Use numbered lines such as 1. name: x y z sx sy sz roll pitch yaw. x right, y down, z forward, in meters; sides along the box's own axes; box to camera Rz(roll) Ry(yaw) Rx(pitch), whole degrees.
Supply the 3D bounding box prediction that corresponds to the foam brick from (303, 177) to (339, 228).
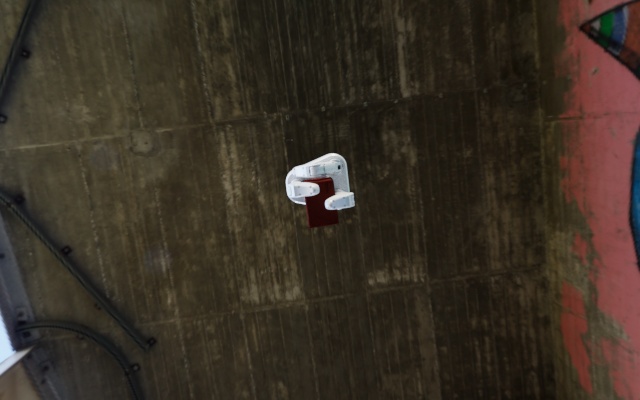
1. foam brick: 0.000 0.003 0.814 0.053 0.078 0.051 -7 7 -3
